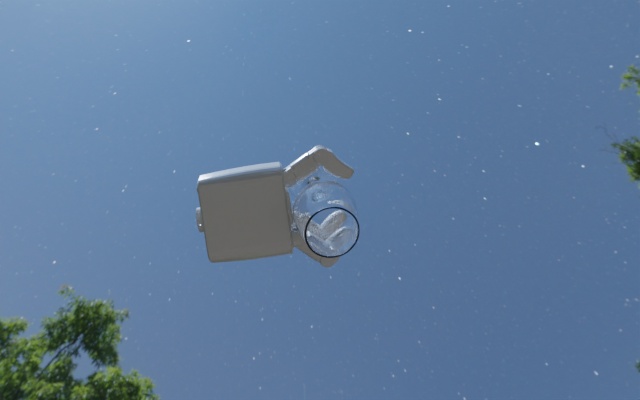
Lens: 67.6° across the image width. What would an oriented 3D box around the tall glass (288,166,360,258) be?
[{"bbox_3d":[0.000,0.002,0.615,0.079,0.079,0.201,0,20,-8],"label":"tall glass"}]
